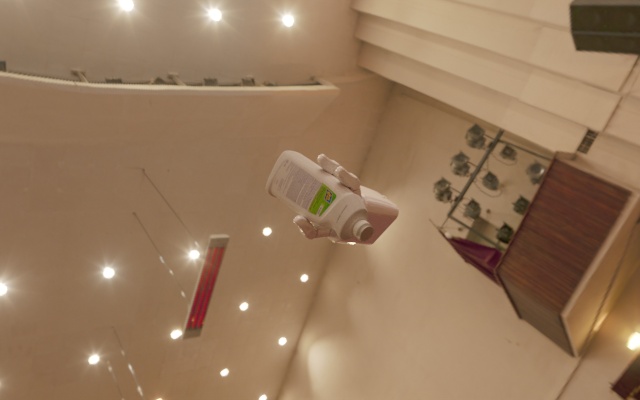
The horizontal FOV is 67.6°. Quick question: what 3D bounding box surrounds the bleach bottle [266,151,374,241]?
[{"bbox_3d":[0.000,0.003,0.854,0.068,0.102,0.250,11,20,-44],"label":"bleach bottle"}]
